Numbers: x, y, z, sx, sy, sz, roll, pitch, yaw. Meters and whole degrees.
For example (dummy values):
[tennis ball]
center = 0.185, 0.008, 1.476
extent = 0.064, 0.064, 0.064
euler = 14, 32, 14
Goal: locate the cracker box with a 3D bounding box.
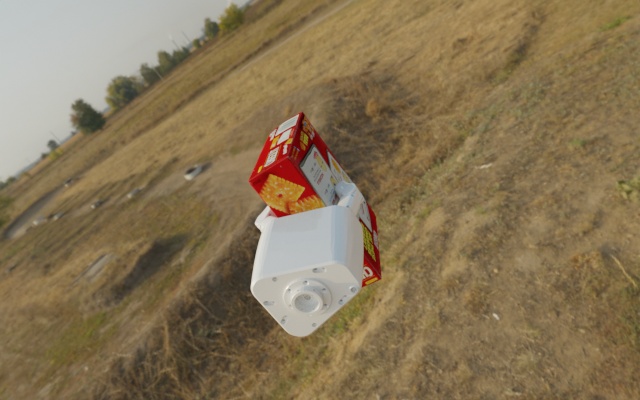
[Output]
[cracker box]
center = 0.000, 0.002, 0.670
extent = 0.072, 0.214, 0.164
euler = -29, 24, 19
